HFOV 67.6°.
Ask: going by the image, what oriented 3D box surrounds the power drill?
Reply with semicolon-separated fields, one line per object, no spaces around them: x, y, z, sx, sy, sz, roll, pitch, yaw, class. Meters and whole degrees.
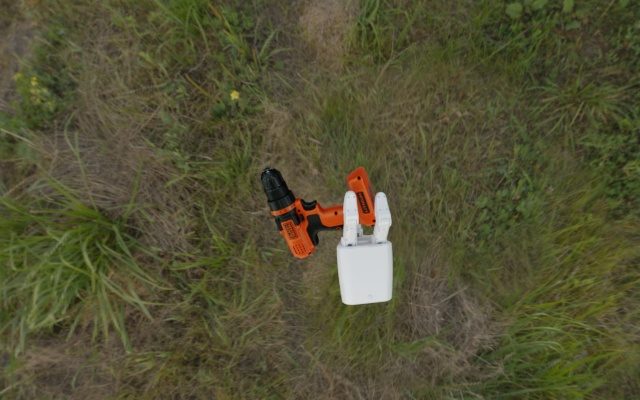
0.001;0.003;0.866;0.187;0.184;0.057;-17;21;16;power drill
